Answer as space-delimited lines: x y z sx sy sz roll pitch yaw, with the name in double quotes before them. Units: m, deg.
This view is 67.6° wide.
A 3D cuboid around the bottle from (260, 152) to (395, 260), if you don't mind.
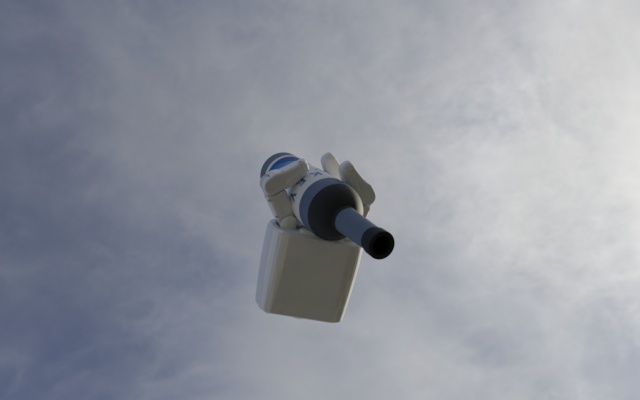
"bottle" 0.000 0.002 0.558 0.069 0.069 0.295 0 15 -23
